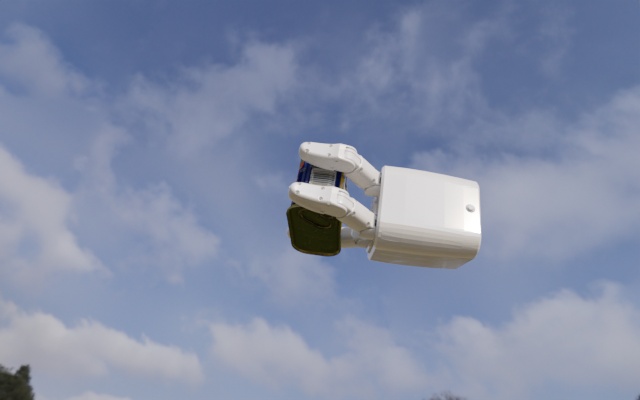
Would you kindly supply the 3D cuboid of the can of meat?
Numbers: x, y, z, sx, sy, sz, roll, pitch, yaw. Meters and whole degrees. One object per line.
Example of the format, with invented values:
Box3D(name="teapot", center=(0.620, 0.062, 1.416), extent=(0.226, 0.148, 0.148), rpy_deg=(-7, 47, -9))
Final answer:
Box3D(name="can of meat", center=(0.000, 0.002, 0.539), extent=(0.057, 0.084, 0.102), rpy_deg=(6, -33, 7))
